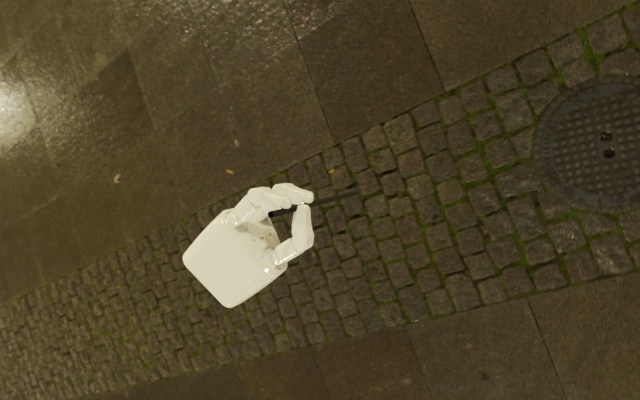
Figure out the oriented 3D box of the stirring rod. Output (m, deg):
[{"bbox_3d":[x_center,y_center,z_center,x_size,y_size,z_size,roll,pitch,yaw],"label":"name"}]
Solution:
[{"bbox_3d":[0.000,0.002,0.673,0.011,0.011,0.239,0,7,30],"label":"stirring rod"}]
